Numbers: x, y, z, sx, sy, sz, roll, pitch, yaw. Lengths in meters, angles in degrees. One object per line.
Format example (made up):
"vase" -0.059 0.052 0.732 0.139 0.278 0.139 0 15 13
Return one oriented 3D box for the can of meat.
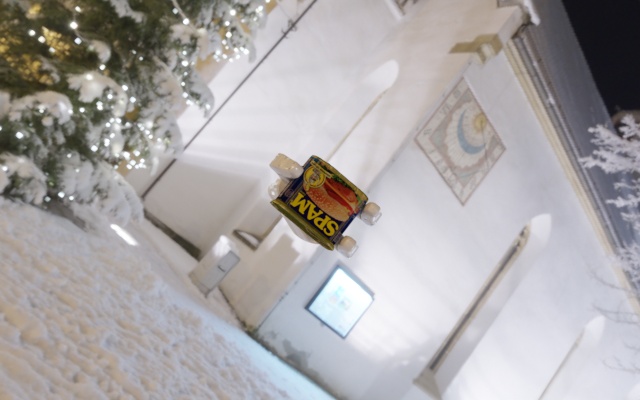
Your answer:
"can of meat" 0.000 0.002 0.627 0.102 0.084 0.057 40 -11 -9
